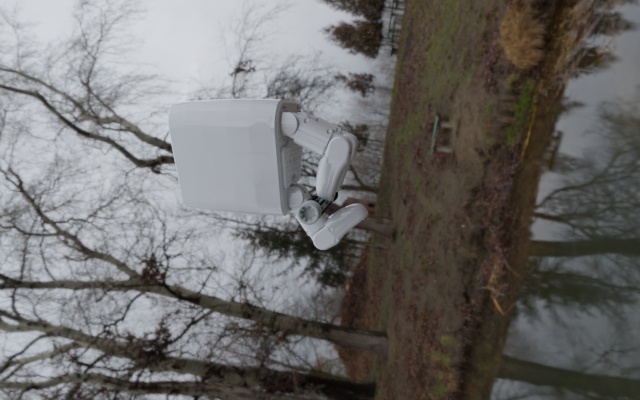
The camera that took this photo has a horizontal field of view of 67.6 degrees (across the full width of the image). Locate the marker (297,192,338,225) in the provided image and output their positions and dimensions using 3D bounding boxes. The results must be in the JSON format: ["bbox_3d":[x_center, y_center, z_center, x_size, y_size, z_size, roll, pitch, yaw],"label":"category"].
[{"bbox_3d":[0.000,0.001,0.454,0.020,0.020,0.121,0,10,10],"label":"marker"}]
